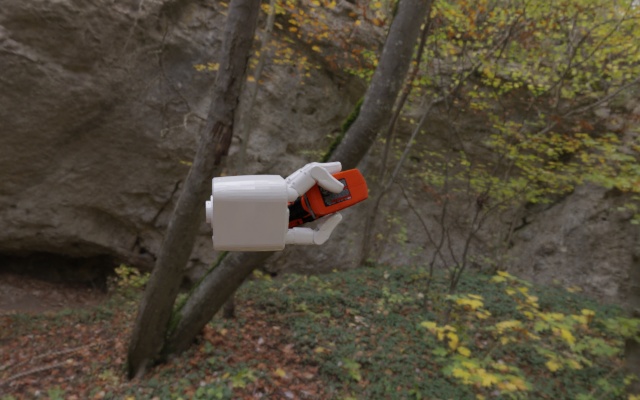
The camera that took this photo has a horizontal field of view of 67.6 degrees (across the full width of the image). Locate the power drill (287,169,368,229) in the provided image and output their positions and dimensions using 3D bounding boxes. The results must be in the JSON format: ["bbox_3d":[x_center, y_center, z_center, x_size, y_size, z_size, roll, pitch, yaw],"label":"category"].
[{"bbox_3d":[0.000,0.003,0.815,0.184,0.057,0.188,-21,-4,-30],"label":"power drill"}]
